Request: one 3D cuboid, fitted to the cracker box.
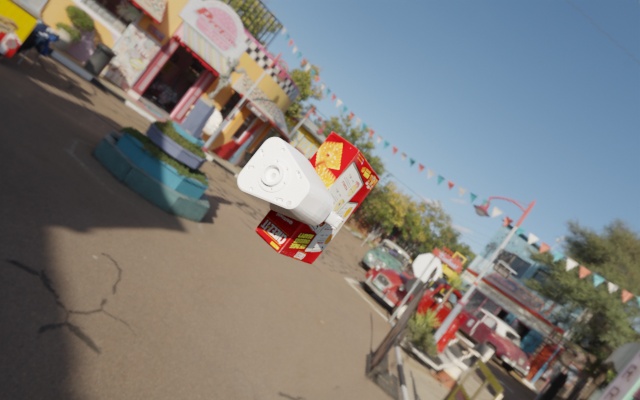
[{"bbox_3d":[0.000,0.003,0.854,0.072,0.213,0.164,39,1,24],"label":"cracker box"}]
